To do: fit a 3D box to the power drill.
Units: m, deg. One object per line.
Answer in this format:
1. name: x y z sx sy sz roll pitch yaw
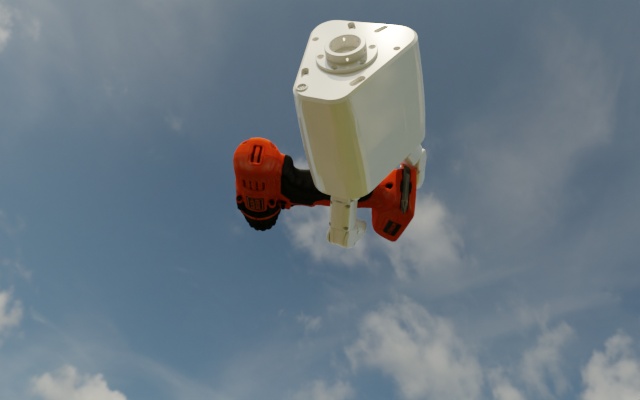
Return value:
1. power drill: 0.001 0.002 0.523 0.187 0.057 0.184 7 -21 -2
